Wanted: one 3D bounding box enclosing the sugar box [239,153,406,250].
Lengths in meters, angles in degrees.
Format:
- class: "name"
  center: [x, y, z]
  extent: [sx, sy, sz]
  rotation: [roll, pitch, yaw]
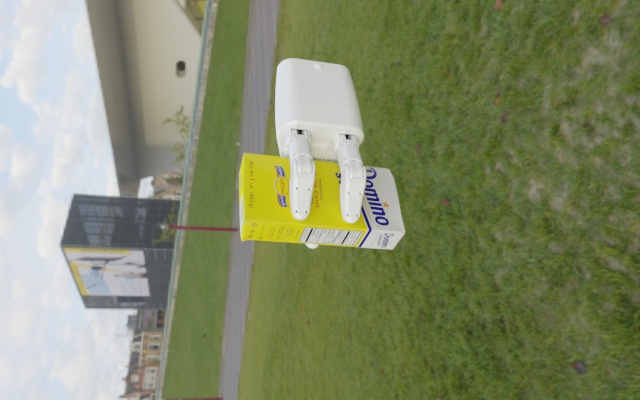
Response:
- class: "sugar box"
  center: [0.000, 0.001, 0.530]
  extent: [0.176, 0.093, 0.048]
  rotation: [3, -36, -14]
